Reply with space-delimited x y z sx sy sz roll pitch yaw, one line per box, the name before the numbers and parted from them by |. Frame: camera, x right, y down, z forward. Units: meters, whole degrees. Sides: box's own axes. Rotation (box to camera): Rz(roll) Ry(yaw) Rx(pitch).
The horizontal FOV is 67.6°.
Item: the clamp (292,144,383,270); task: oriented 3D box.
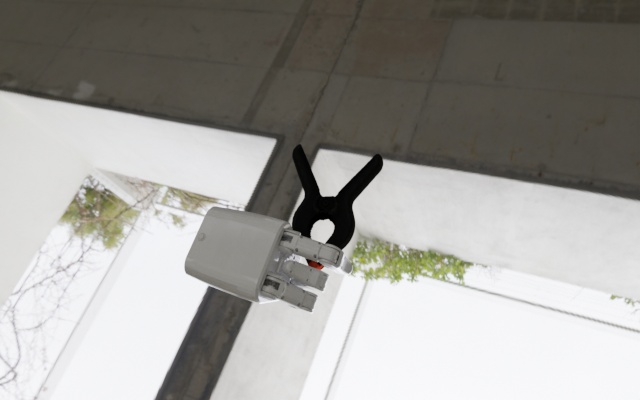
clamp | 0.000 0.002 0.608 0.120 0.171 0.039 14 -23 19
